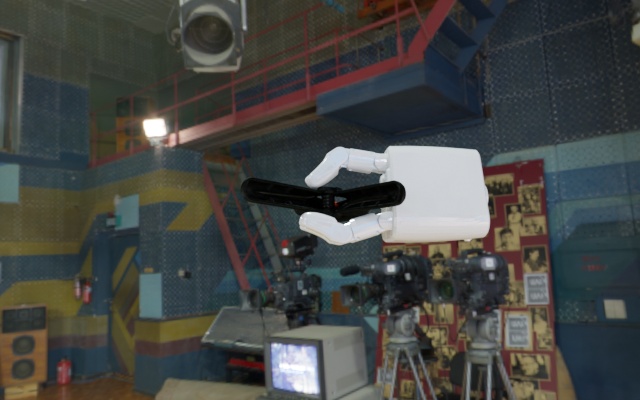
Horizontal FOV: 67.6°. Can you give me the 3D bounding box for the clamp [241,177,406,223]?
[{"bbox_3d":[0.000,0.001,0.560,0.164,0.036,0.210,3,-7,-1],"label":"clamp"}]
